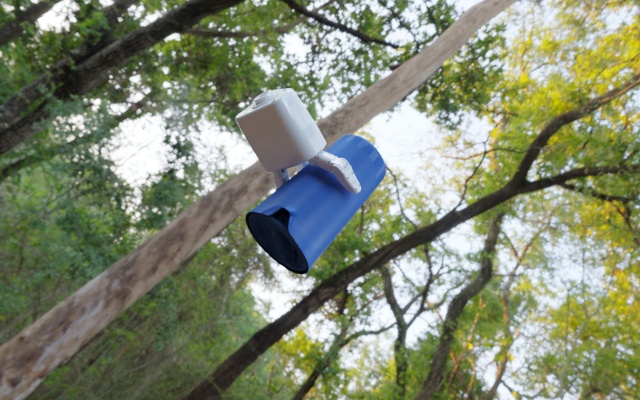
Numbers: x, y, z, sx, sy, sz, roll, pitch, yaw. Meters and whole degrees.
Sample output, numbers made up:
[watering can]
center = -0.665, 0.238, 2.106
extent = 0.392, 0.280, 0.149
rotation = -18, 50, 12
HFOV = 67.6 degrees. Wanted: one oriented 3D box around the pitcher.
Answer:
[pitcher]
center = 0.000, 0.003, 0.812
extent = 0.242, 0.145, 0.149
rotation = -44, 26, -28
